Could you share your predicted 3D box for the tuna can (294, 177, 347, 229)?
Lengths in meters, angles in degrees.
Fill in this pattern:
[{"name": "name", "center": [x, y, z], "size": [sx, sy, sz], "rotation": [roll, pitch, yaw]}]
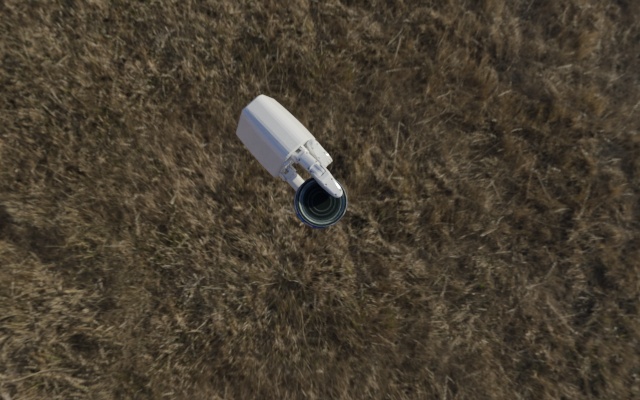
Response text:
[{"name": "tuna can", "center": [0.000, 0.003, 0.776], "size": [0.086, 0.086, 0.034], "rotation": [0, -5, -8]}]
